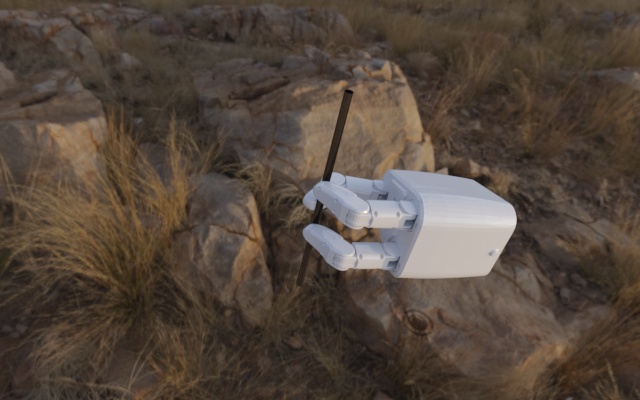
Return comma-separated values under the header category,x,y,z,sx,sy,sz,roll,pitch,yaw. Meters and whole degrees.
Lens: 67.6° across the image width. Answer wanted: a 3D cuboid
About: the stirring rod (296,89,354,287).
category,x,y,z,sx,sy,sz,roll,pitch,yaw
stirring rod,0.000,0.002,0.477,0.011,0.240,0.011,9,37,-7
